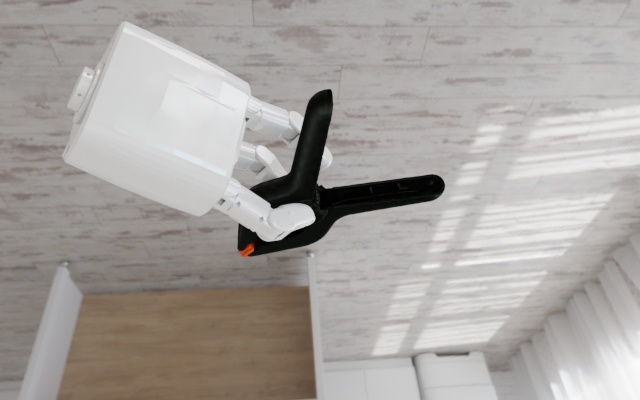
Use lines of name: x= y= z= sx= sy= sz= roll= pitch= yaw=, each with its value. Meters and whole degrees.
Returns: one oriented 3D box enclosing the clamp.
clamp: x=0.000 y=0.002 z=0.450 sx=0.164 sy=0.036 sz=0.210 roll=25 pitch=-47 yaw=-31
